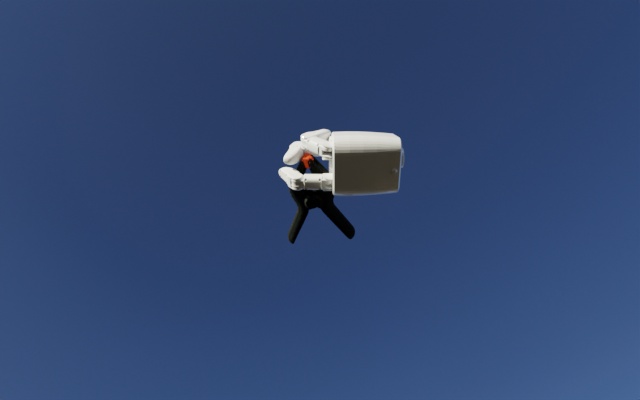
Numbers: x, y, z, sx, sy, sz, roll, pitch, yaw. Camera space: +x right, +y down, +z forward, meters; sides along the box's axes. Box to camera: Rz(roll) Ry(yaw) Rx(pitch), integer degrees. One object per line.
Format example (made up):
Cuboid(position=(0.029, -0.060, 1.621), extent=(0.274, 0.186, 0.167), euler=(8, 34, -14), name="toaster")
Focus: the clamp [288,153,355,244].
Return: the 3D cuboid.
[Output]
Cuboid(position=(0.000, 0.002, 0.820), extent=(0.120, 0.172, 0.039), euler=(-1, 30, 0), name="clamp")
